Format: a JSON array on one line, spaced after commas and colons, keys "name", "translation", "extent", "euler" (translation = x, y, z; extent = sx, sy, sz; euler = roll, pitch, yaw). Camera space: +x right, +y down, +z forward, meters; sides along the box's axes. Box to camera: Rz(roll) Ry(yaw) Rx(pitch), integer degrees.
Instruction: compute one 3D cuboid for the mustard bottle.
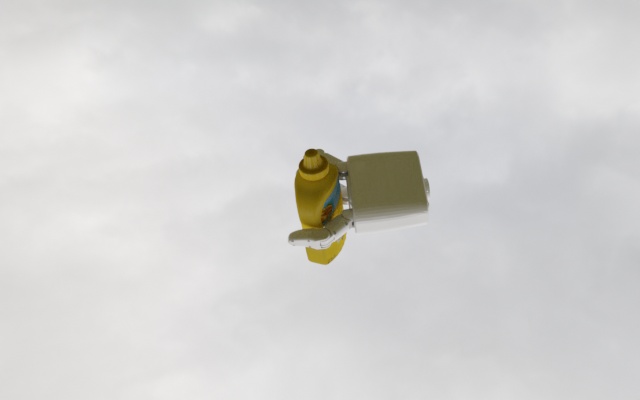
[{"name": "mustard bottle", "translation": [0.000, 0.002, 0.692], "extent": [0.058, 0.096, 0.192], "euler": [12, -40, 19]}]
